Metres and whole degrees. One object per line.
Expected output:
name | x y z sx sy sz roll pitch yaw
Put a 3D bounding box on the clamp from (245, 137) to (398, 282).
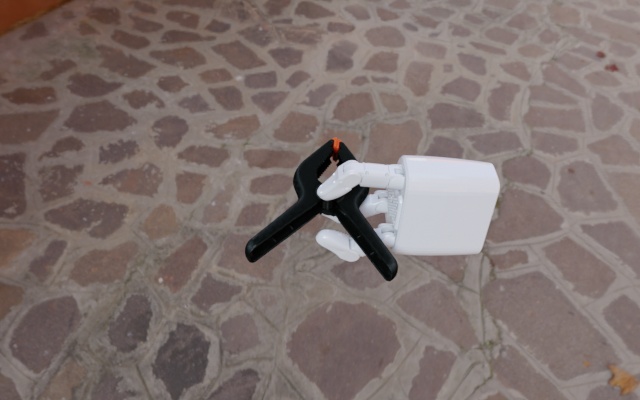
clamp | 0.000 0.001 0.569 0.164 0.209 0.036 3 -43 -5
